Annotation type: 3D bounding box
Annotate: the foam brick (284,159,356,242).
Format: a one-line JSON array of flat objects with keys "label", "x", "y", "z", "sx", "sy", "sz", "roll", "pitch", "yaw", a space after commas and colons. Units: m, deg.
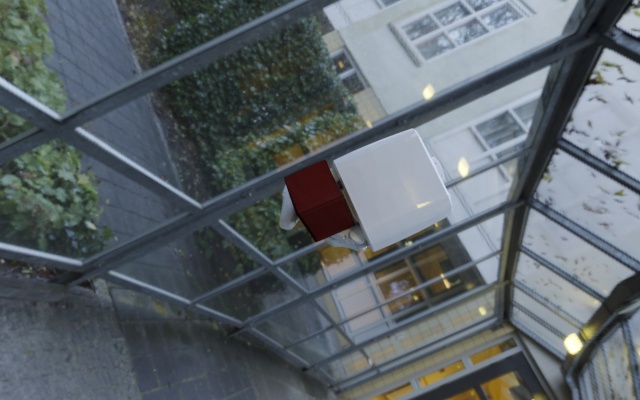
[{"label": "foam brick", "x": 0.000, "y": 0.002, "z": 0.531, "sx": 0.051, "sy": 0.053, "sz": 0.078, "roll": -24, "pitch": -30, "yaw": 3}]
